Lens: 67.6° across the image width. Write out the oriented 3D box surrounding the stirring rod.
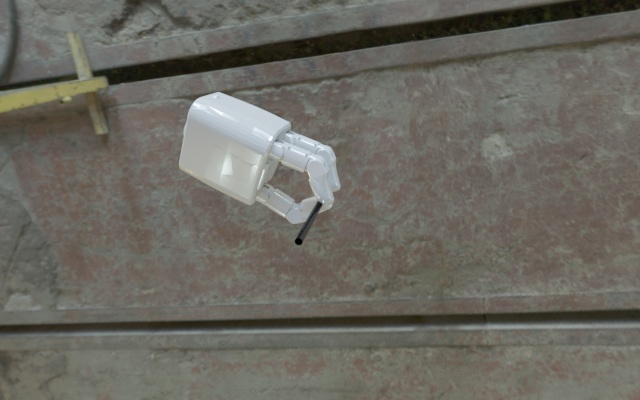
[{"bbox_3d":[0.000,0.002,0.581,0.011,0.011,0.239,0,19,11],"label":"stirring rod"}]
